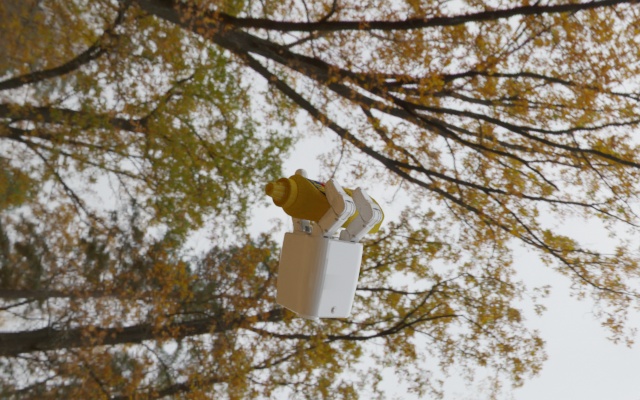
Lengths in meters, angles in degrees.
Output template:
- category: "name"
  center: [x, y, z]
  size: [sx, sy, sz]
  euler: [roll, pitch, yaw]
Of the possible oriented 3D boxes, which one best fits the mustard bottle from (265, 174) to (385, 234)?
- category: "mustard bottle"
  center: [0.000, 0.002, 0.687]
  size: [0.192, 0.058, 0.096]
  euler: [13, 19, -43]
